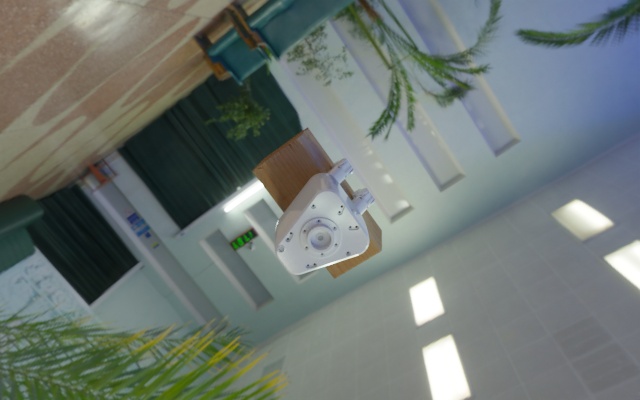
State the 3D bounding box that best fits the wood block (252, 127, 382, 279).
[{"bbox_3d":[0.000,0.003,0.734,0.091,0.206,0.090,-33,11,15],"label":"wood block"}]
